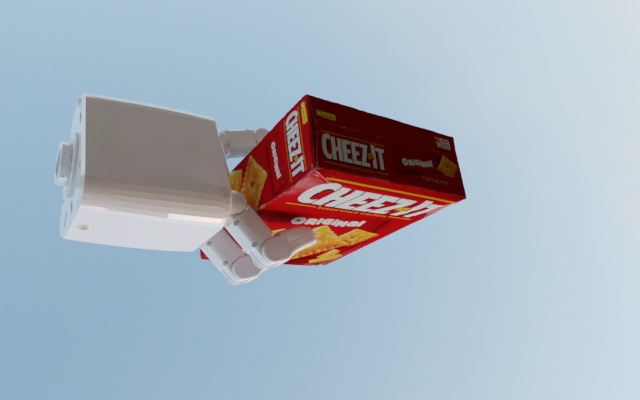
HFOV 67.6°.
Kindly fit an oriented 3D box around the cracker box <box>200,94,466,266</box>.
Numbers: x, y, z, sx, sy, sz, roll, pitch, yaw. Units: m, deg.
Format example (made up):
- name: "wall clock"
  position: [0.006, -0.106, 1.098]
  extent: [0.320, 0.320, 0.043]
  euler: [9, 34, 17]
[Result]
- name: "cracker box"
  position: [0.000, 0.001, 0.456]
  extent: [0.164, 0.072, 0.214]
  euler: [8, -26, -34]
